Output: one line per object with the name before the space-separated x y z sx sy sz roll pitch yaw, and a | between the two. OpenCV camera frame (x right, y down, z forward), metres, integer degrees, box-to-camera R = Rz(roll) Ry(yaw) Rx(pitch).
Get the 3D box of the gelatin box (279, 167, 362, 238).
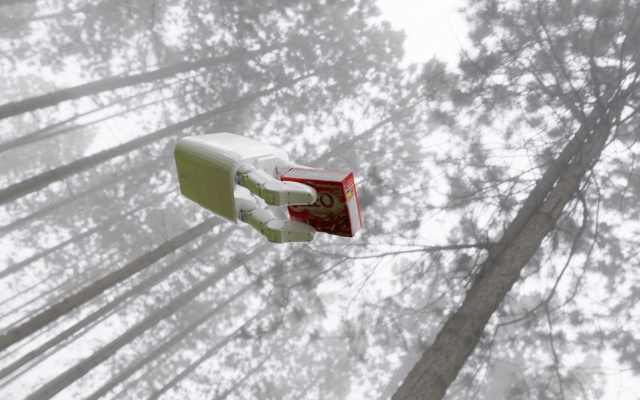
gelatin box | 0.001 0.002 0.561 0.089 0.073 0.030 7 32 32
